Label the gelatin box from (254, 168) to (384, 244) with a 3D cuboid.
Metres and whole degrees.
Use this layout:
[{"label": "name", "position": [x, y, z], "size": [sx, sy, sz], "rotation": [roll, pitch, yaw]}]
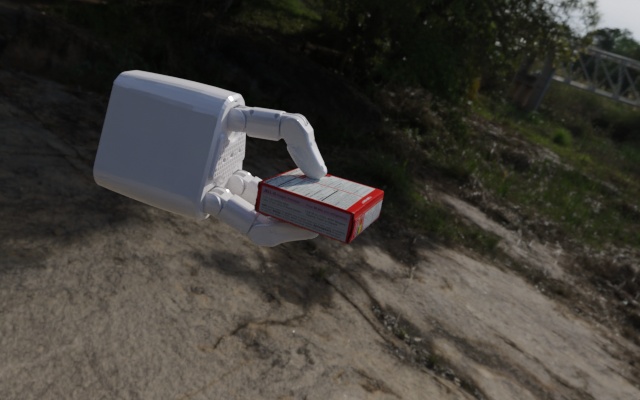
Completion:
[{"label": "gelatin box", "position": [0.000, 0.001, 0.409], "size": [0.089, 0.030, 0.073], "rotation": [17, 21, 21]}]
